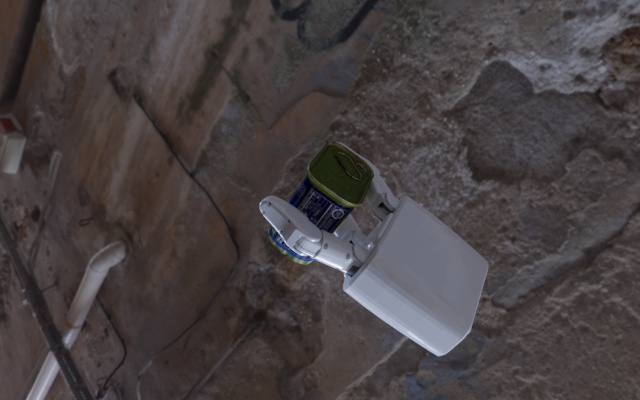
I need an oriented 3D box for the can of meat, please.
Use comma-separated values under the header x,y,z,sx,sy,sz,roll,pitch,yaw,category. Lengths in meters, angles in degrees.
x,y,z,sx,sy,sz,roll,pitch,yaw,category
0.000,0.002,0.459,0.057,0.084,0.102,35,28,-2,can of meat
